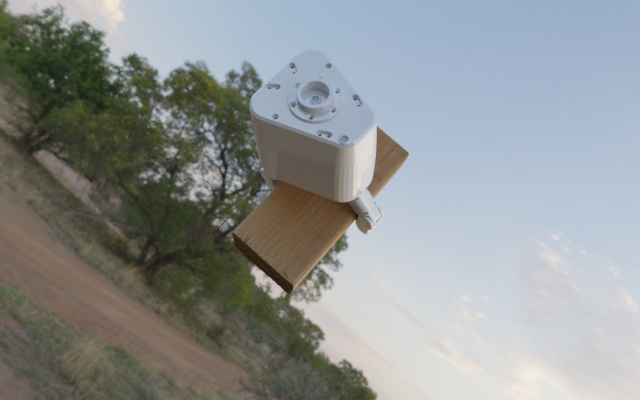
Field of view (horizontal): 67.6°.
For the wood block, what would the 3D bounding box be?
[{"bbox_3d":[0.000,0.002,0.571,0.091,0.206,0.090,41,-17,6],"label":"wood block"}]
